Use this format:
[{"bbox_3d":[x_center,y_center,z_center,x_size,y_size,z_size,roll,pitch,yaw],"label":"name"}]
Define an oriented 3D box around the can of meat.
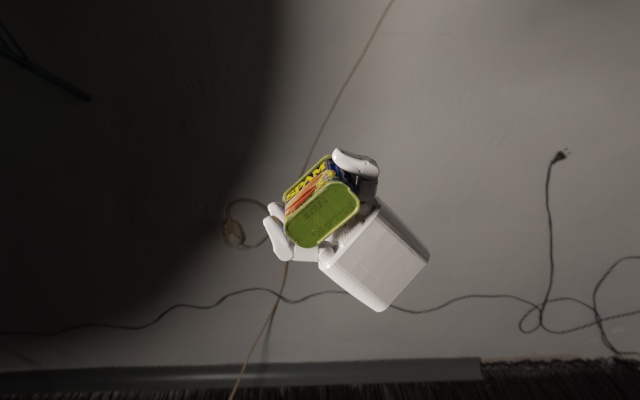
[{"bbox_3d":[0.000,0.002,0.589,0.102,0.057,0.084,-41,20,15],"label":"can of meat"}]
